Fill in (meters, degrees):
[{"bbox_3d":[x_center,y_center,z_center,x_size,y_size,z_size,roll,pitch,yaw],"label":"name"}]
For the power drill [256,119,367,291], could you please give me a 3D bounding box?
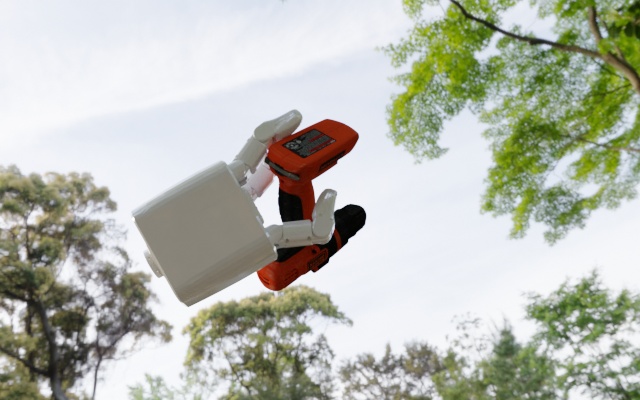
[{"bbox_3d":[0.000,0.002,0.572,0.057,0.188,0.184,29,45,30],"label":"power drill"}]
